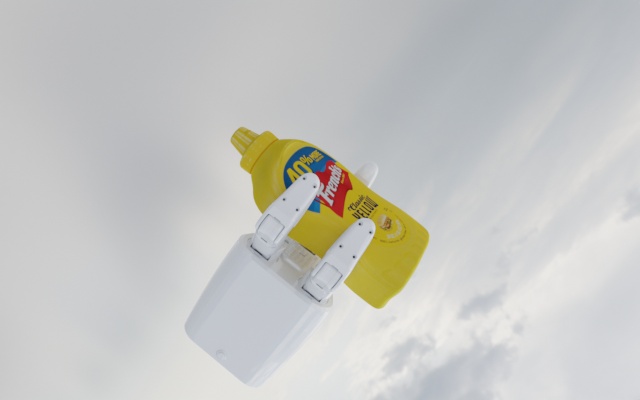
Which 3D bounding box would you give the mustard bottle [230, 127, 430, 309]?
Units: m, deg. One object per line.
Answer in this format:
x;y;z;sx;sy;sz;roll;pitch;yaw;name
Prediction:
0.000;0.001;0.415;0.096;0.191;0.058;-47;-6;-48;mustard bottle
